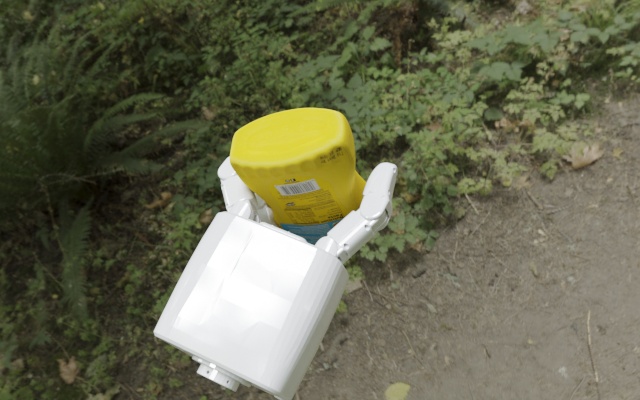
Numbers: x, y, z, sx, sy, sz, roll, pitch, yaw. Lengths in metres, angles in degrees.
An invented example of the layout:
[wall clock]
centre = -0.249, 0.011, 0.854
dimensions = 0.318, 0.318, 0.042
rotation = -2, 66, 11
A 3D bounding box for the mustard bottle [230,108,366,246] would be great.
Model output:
[mustard bottle]
centre = 0.000, 0.001, 0.437
dimensions = 0.096, 0.058, 0.192
rotation = -10, -35, 14
